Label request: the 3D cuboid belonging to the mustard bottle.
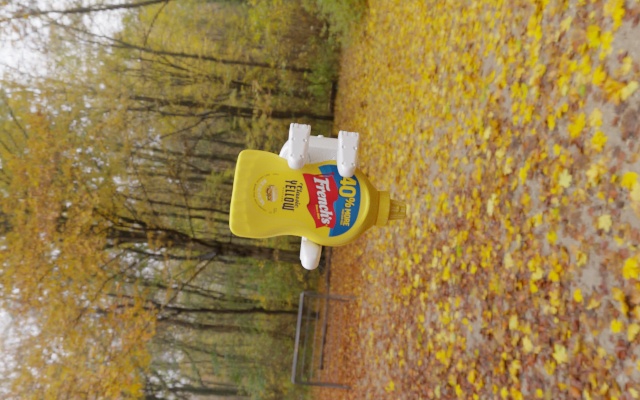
[{"bbox_3d":[0.000,0.002,0.535,0.191,0.096,0.058,7,-9,-2],"label":"mustard bottle"}]
